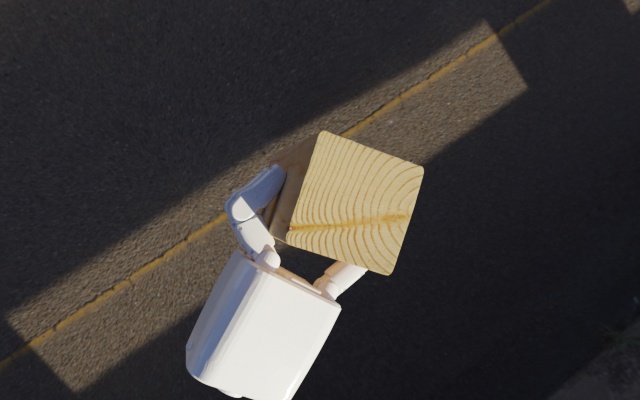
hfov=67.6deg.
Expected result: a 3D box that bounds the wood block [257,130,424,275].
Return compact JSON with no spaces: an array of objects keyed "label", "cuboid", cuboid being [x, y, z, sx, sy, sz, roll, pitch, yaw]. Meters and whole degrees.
[{"label":"wood block","cuboid":[0.000,0.002,0.453,0.091,0.090,0.206,19,-4,-15]}]
